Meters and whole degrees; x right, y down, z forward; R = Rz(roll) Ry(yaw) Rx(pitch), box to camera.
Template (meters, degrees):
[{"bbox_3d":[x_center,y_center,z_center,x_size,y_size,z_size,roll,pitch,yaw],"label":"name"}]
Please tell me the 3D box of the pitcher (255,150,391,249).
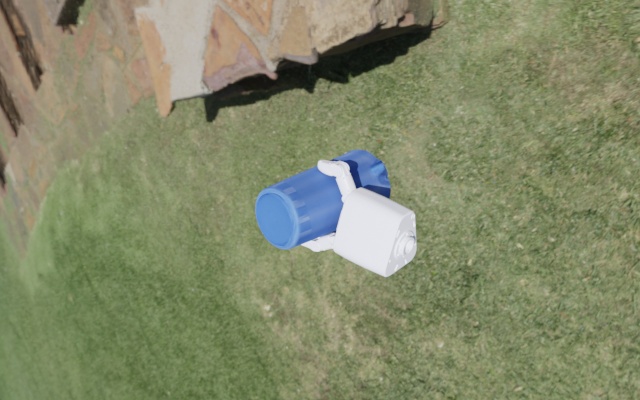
[{"bbox_3d":[0.000,0.003,0.864,0.145,0.149,0.243,25,33,36],"label":"pitcher"}]
